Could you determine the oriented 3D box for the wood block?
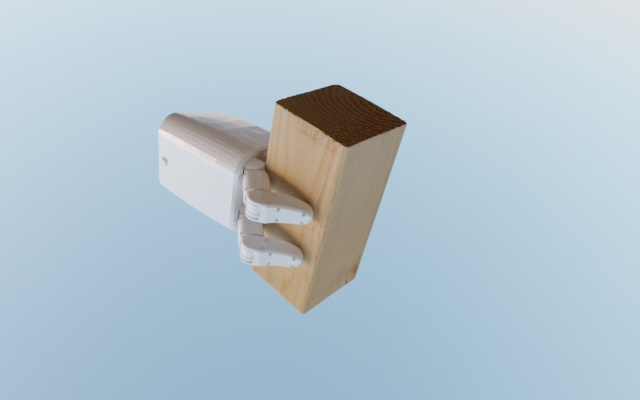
[{"bbox_3d":[0.000,0.001,0.486,0.090,0.206,0.091,36,42,27],"label":"wood block"}]
